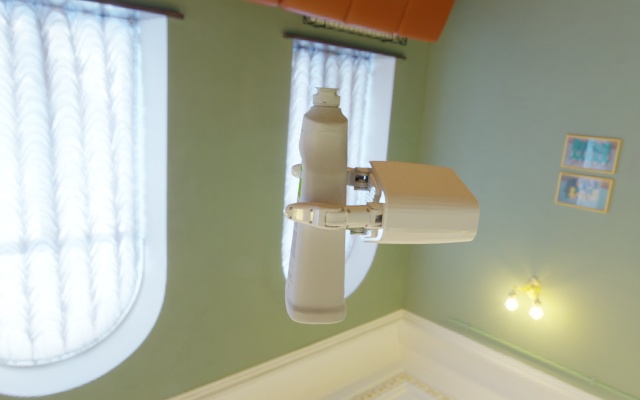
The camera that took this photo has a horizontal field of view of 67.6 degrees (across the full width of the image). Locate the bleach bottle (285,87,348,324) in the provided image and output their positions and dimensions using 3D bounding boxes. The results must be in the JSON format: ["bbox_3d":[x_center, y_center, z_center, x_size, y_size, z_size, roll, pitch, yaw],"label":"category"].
[{"bbox_3d":[0.000,0.002,0.537,0.068,0.251,0.102,2,12,-9],"label":"bleach bottle"}]
